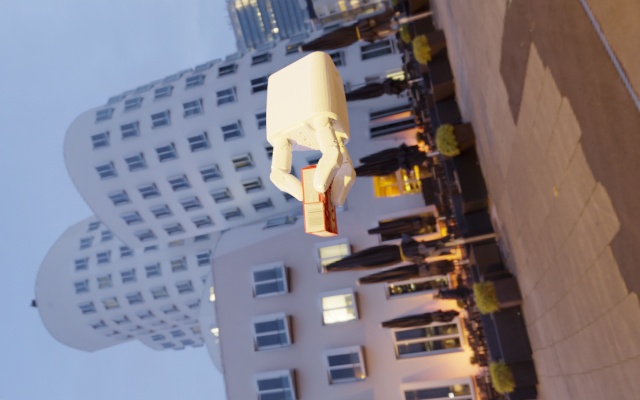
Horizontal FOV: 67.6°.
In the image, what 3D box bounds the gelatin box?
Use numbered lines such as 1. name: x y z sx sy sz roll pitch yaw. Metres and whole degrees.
1. gelatin box: 0.000 0.003 0.651 0.030 0.089 0.073 -7 -10 14
